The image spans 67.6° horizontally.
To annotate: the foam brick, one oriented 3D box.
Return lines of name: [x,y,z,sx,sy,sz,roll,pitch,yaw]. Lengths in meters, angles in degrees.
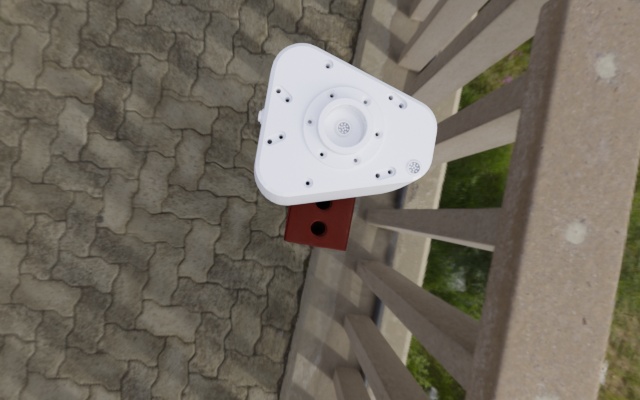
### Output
foam brick: [0.000,0.002,0.412,0.053,0.078,0.051,10,-1,-5]
